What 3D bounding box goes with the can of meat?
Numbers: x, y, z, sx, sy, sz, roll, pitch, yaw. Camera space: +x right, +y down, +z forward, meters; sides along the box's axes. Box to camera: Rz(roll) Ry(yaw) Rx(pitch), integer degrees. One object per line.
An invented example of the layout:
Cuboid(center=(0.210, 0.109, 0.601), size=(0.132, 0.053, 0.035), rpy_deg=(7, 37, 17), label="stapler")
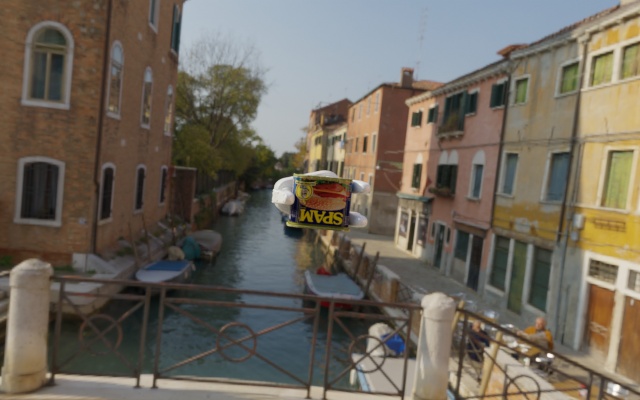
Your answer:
Cuboid(center=(0.000, 0.002, 0.772), size=(0.102, 0.084, 0.057), rpy_deg=(6, 3, -6), label="can of meat")
